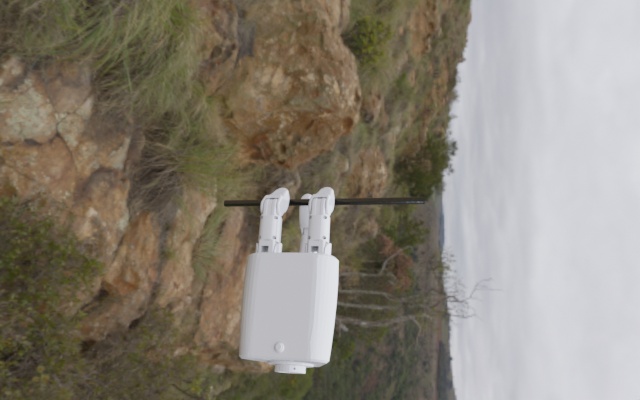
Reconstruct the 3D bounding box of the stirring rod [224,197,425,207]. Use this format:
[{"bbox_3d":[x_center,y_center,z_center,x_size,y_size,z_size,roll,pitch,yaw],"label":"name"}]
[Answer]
[{"bbox_3d":[0.000,0.002,0.564,0.239,0.011,0.011,-1,0,12],"label":"stirring rod"}]
